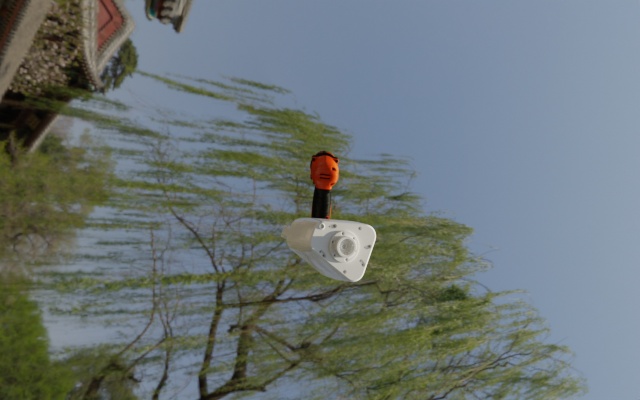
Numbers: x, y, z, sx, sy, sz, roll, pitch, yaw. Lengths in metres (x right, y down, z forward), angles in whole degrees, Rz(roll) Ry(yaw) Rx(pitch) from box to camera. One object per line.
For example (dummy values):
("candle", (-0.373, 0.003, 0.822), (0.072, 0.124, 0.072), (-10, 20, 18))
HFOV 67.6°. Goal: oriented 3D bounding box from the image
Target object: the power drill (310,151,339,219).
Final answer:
("power drill", (0.000, 0.003, 0.898), (0.057, 0.188, 0.184), (4, 14, 1))
